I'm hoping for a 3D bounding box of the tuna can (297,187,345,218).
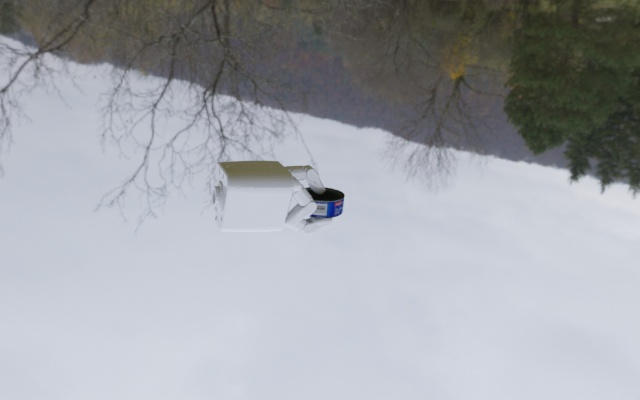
[{"bbox_3d":[0.000,0.003,0.864,0.086,0.034,0.086,4,18,-1],"label":"tuna can"}]
